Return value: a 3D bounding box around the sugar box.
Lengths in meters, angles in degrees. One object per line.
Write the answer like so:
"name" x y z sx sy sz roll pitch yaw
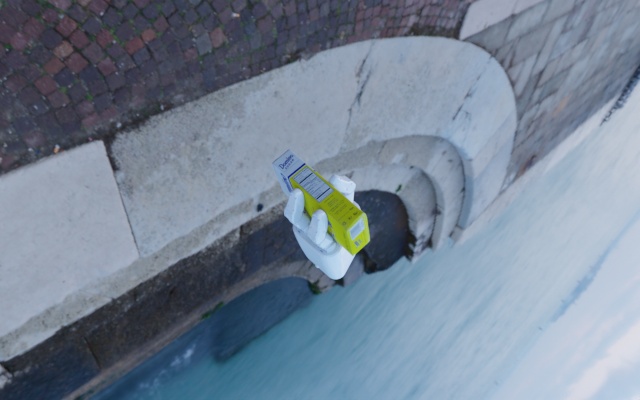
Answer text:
"sugar box" 0.000 0.003 0.758 0.176 0.048 0.093 39 -18 28
